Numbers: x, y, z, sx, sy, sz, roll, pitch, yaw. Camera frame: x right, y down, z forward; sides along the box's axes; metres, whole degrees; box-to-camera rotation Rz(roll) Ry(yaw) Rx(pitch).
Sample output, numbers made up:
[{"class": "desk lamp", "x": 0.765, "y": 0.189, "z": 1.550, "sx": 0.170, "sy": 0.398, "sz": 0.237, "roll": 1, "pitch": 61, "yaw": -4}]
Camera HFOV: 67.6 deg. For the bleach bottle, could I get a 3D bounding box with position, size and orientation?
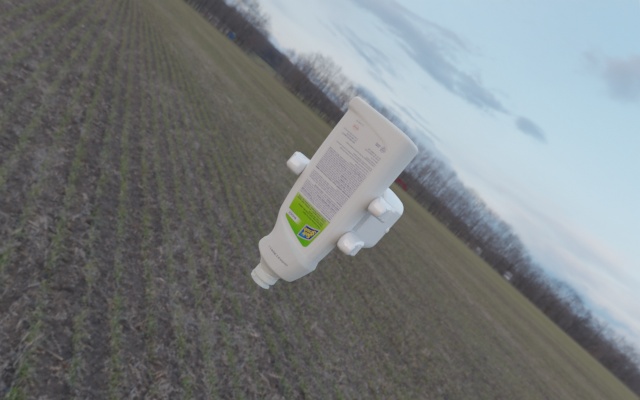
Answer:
[{"class": "bleach bottle", "x": 0.000, "y": 0.002, "z": 0.585, "sx": 0.102, "sy": 0.251, "sz": 0.068, "roll": 45, "pitch": 9, "yaw": 26}]
